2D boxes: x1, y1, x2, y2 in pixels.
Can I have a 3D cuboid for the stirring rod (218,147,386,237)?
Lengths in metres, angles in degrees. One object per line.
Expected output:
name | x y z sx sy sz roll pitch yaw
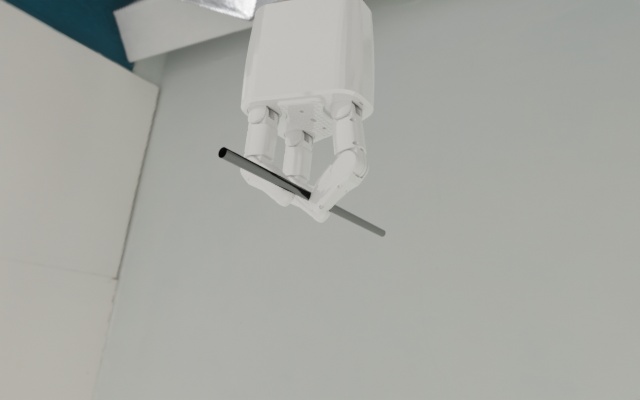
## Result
stirring rod | 0.000 0.001 0.416 0.011 0.011 0.239 0 -16 35
